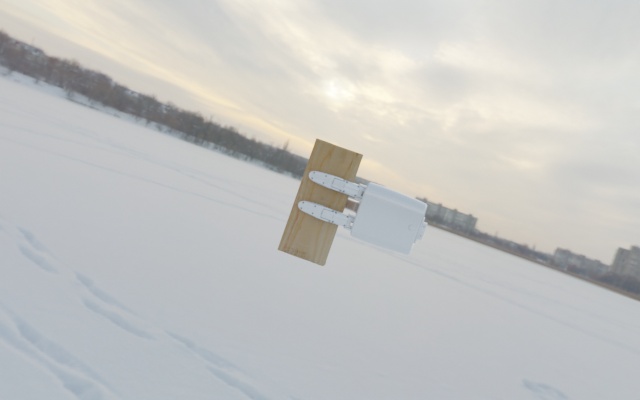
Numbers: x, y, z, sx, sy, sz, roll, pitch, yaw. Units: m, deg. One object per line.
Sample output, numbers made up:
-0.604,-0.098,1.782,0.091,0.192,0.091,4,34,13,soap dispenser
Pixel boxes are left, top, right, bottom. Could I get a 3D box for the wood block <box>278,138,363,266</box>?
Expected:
0.001,0.003,0.871,0.090,0.206,0.091,20,2,2,wood block
